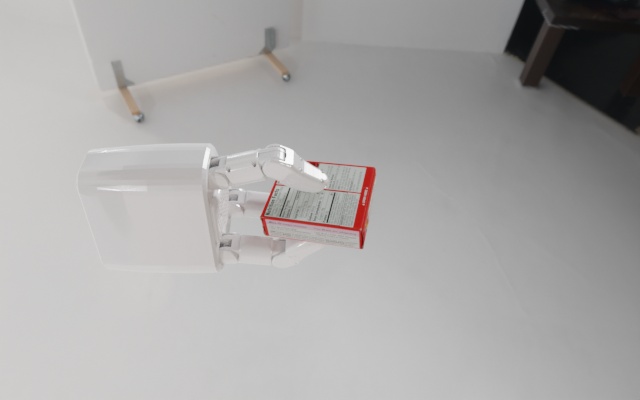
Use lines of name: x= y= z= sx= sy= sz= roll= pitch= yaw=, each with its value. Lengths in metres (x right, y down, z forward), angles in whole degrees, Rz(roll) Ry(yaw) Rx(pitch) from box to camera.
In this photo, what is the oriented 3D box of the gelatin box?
gelatin box: x=0.000 y=0.001 z=0.420 sx=0.089 sy=0.073 sz=0.030 roll=6 pitch=-41 yaw=12
